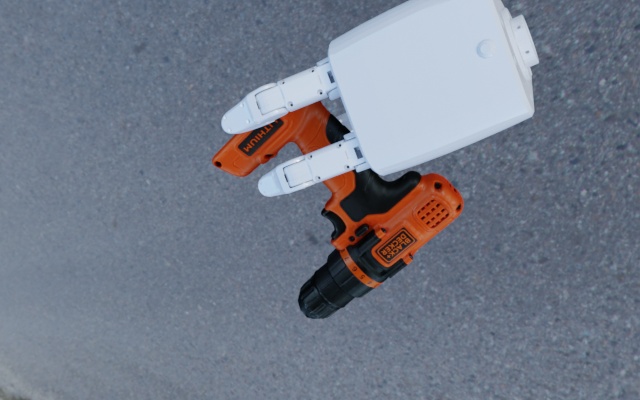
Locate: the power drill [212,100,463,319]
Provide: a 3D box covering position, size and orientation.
[{"bbox_3d":[0.000,0.001,0.420,0.184,0.188,0.057,-43,13,17],"label":"power drill"}]
